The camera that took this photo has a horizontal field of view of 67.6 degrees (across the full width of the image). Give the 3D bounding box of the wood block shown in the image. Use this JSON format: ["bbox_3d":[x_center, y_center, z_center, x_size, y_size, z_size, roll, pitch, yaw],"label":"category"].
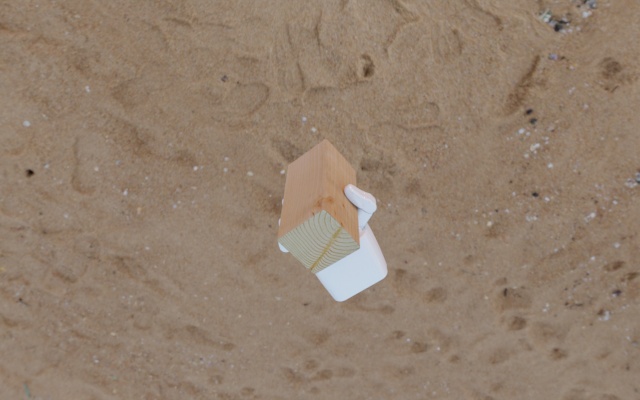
[{"bbox_3d":[0.001,0.003,0.769,0.091,0.090,0.206,-33,29,22],"label":"wood block"}]
